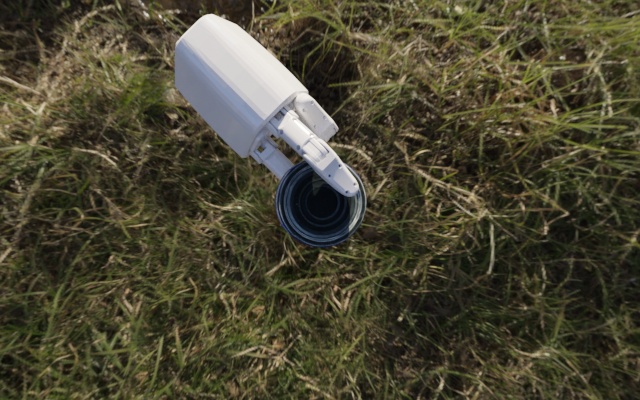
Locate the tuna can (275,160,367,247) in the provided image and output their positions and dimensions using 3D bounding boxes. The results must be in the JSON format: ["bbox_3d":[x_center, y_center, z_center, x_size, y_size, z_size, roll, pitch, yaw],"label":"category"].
[{"bbox_3d":[0.000,0.002,0.457,0.086,0.086,0.034,0,1,-9],"label":"tuna can"}]
